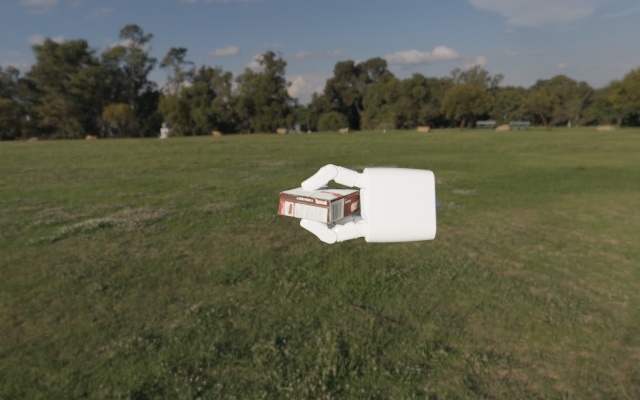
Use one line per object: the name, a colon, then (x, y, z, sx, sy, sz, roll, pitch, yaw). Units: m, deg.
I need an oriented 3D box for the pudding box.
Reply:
pudding box: (0.000, 0.002, 0.754, 0.090, 0.039, 0.113, 8, 11, 26)
